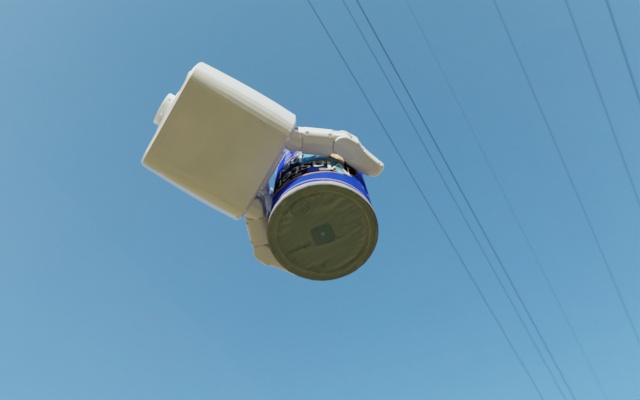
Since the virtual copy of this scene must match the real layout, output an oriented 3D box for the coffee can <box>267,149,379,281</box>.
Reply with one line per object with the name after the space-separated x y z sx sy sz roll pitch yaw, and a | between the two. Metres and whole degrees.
0.000 0.002 0.498 0.103 0.103 0.140 0 25 -2 | coffee can
